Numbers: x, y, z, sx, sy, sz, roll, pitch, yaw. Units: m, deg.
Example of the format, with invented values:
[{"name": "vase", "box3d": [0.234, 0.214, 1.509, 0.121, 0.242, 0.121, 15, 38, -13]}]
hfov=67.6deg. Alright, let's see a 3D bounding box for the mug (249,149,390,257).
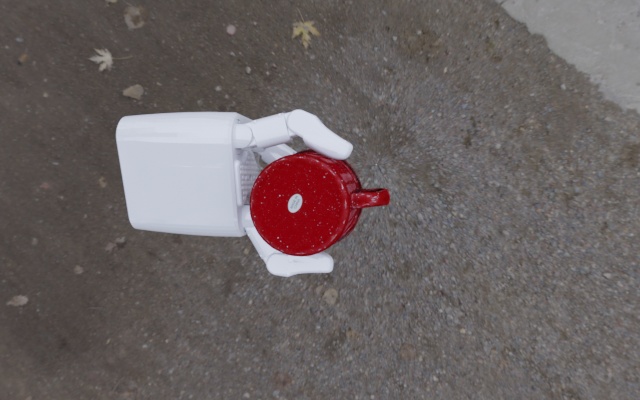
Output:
[{"name": "mug", "box3d": [0.001, 0.001, 0.406, 0.117, 0.093, 0.081, -1, 4, 8]}]
